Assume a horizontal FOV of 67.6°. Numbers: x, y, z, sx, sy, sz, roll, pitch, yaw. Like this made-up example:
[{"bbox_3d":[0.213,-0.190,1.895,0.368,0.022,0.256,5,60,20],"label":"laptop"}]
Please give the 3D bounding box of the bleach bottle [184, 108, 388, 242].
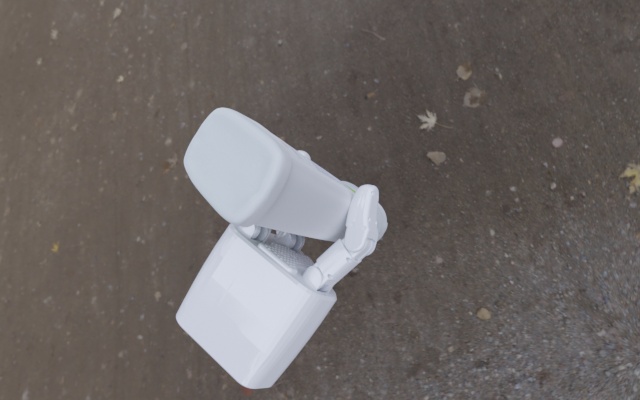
[{"bbox_3d":[0.000,0.001,0.443,0.102,0.068,0.251,41,10,36],"label":"bleach bottle"}]
